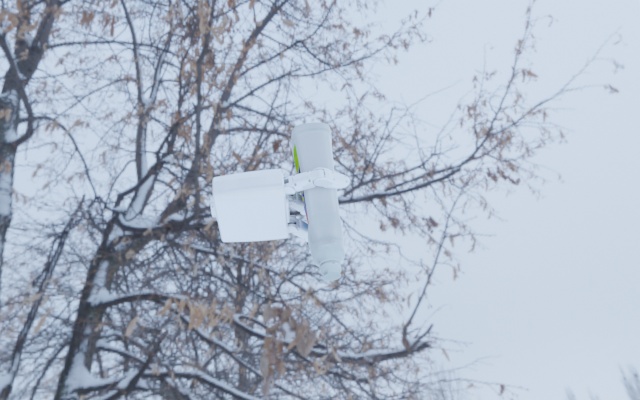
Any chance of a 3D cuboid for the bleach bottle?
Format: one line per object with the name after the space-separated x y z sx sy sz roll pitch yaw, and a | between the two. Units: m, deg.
0.000 0.002 0.757 0.068 0.250 0.103 -6 -32 -5 | bleach bottle
